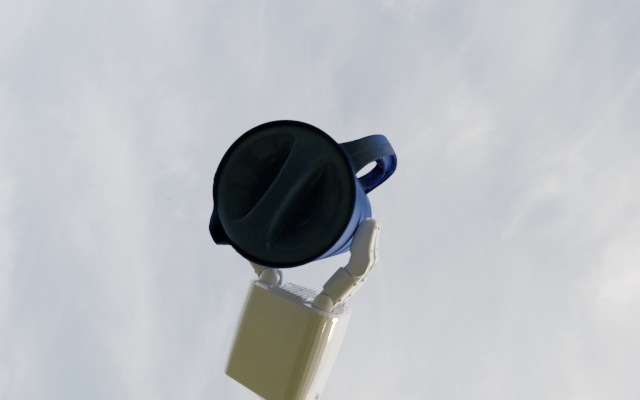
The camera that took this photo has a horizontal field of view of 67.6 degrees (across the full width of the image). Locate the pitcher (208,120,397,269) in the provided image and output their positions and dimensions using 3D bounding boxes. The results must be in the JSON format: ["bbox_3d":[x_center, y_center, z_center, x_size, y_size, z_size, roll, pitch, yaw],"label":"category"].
[{"bbox_3d":[0.000,0.002,0.528,0.149,0.145,0.243,16,-2,14],"label":"pitcher"}]
